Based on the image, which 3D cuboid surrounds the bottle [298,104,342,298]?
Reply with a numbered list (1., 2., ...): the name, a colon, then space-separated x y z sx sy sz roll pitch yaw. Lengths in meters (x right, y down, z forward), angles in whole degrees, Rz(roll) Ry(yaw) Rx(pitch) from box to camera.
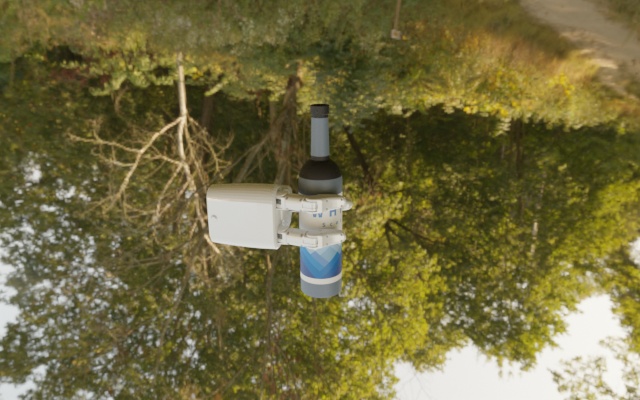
1. bottle: 0.000 0.003 0.731 0.069 0.296 0.069 0 18 0
